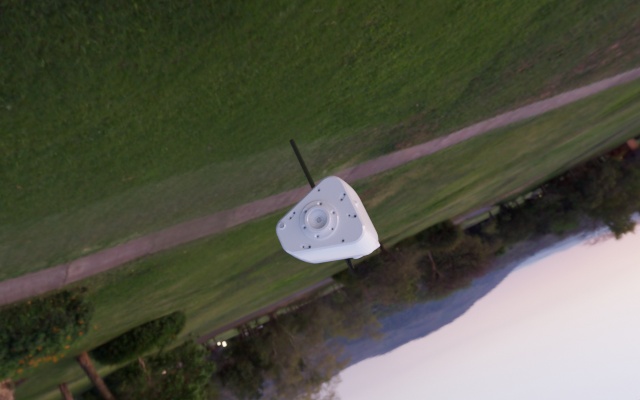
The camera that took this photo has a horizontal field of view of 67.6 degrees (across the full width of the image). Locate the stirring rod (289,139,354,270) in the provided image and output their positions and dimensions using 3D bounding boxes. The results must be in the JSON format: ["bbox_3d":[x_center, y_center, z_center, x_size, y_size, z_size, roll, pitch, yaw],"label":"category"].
[{"bbox_3d":[0.000,0.002,0.776,0.011,0.239,0.011,-23,-16,-7],"label":"stirring rod"}]
